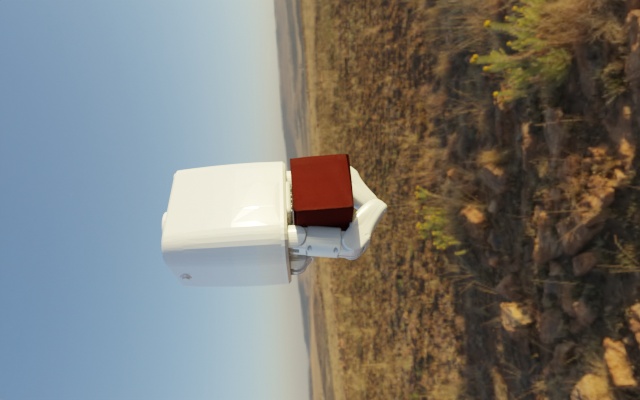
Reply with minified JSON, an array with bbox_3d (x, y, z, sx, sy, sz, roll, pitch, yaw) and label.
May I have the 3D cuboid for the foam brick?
[{"bbox_3d":[0.000,0.001,0.429,0.051,0.053,0.078,-3,-27,-3],"label":"foam brick"}]
